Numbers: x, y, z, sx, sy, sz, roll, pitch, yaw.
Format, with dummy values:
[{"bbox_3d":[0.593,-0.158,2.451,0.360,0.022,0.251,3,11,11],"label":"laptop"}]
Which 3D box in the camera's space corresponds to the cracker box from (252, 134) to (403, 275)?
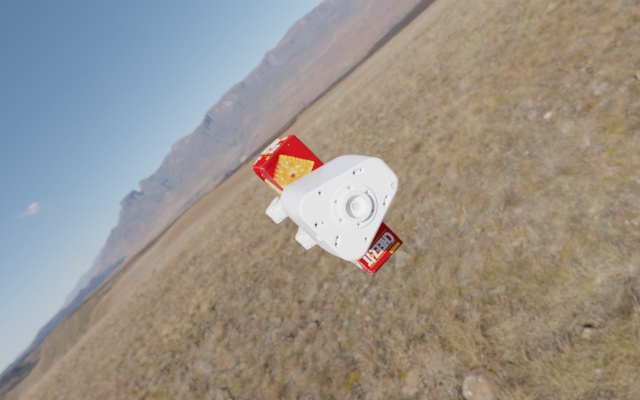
[{"bbox_3d":[0.000,0.002,0.703,0.214,0.072,0.164,45,-5,-13],"label":"cracker box"}]
